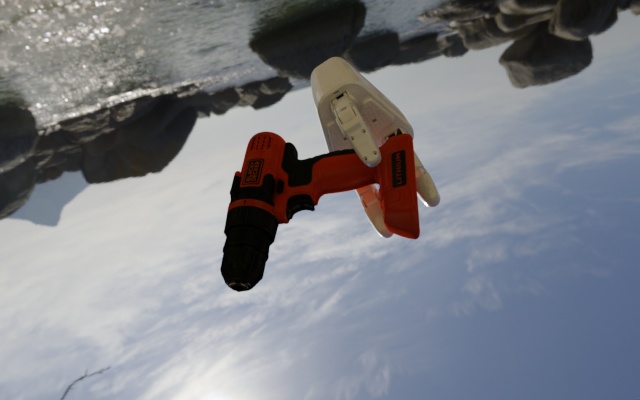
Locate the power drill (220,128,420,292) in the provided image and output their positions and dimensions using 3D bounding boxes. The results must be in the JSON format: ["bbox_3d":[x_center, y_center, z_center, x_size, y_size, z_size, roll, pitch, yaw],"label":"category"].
[{"bbox_3d":[0.001,0.001,0.466,0.187,0.184,0.057,-2,-36,11],"label":"power drill"}]
